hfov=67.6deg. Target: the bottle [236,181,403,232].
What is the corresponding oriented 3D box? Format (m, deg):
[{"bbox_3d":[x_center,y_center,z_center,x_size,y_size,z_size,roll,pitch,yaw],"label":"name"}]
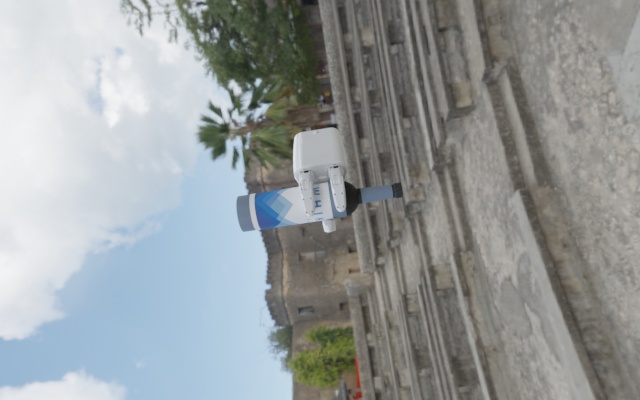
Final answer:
[{"bbox_3d":[0.000,0.003,0.863,0.296,0.069,0.069,-9,-1,3],"label":"bottle"}]
